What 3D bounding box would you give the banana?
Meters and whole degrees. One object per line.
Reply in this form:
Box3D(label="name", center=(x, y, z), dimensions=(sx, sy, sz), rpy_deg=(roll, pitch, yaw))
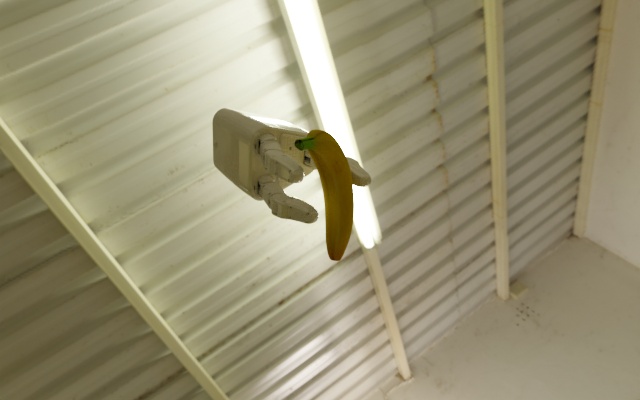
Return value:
Box3D(label="banana", center=(0.011, -0.012, 0.560), dimensions=(0.037, 0.198, 0.069), rpy_deg=(23, 56, 36))
